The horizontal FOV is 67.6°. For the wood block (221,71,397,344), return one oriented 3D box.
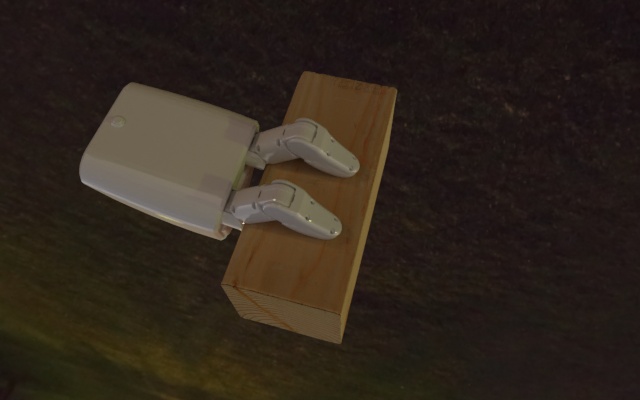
[{"bbox_3d":[0.000,0.002,0.411,0.090,0.206,0.091,13,-28,8],"label":"wood block"}]
